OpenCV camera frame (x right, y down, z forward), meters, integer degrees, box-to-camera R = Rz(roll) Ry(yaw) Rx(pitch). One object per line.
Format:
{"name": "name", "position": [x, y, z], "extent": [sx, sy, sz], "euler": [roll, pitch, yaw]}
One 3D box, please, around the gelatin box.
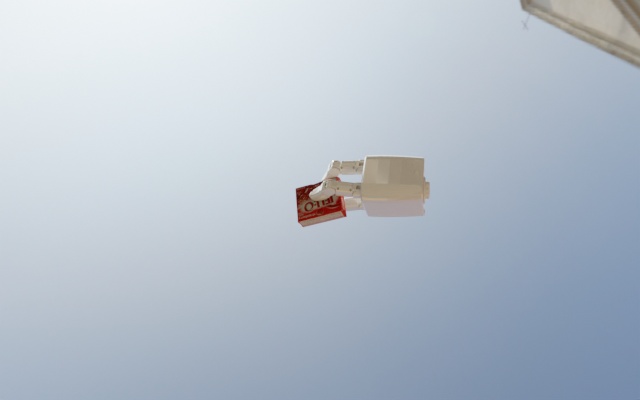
{"name": "gelatin box", "position": [0.000, 0.003, 0.883], "extent": [0.089, 0.073, 0.030], "euler": [-15, -31, 15]}
